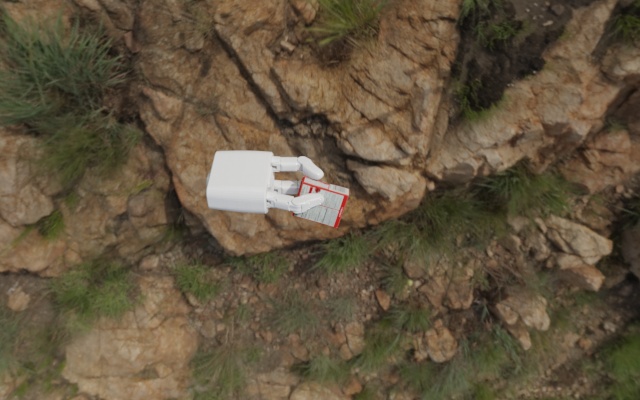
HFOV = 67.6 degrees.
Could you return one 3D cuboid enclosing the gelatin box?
[{"bbox_3d":[0.000,0.003,0.871,0.089,0.073,0.030,16,29,-2],"label":"gelatin box"}]
